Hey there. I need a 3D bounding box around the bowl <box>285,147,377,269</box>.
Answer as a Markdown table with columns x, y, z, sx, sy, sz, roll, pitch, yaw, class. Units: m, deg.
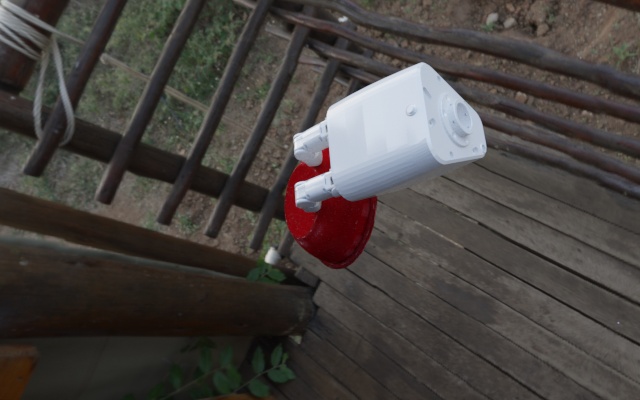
| x | y | z | sx | sy | sz | roll | pitch | yaw | class |
| --- | --- | --- | --- | --- | --- | --- | --- | --- | --- |
| -0.001 | 0.003 | 0.582 | 0.055 | 0.162 | 0.162 | 5 | -3 | -29 | bowl |
